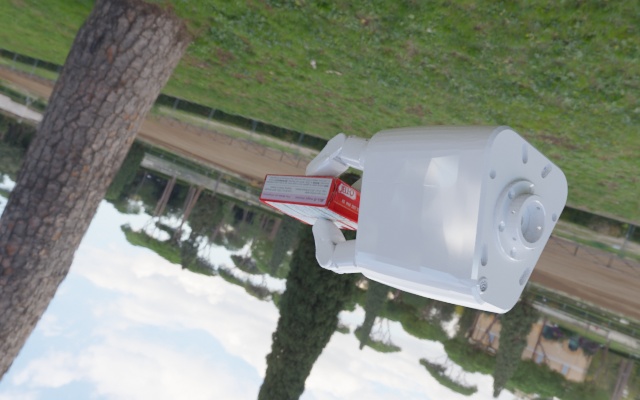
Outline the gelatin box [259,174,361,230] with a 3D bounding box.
[{"bbox_3d":[0.000,0.002,0.442,0.089,0.030,0.073,4,-17,42],"label":"gelatin box"}]
